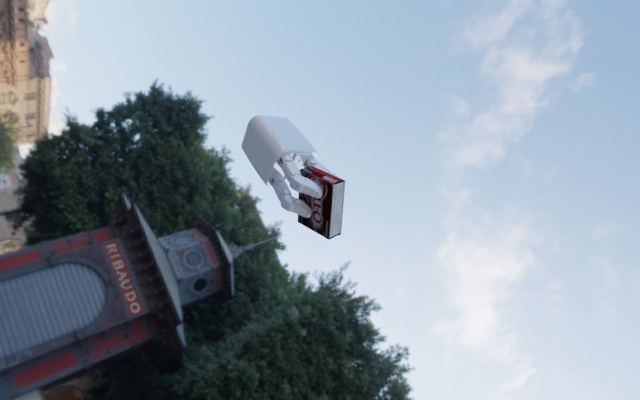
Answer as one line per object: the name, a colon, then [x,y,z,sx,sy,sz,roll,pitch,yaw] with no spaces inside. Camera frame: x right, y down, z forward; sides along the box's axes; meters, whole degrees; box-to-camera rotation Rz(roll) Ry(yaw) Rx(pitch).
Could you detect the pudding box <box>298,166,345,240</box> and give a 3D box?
pudding box: [0.000,0.003,0.879,0.039,0.113,0.090,-20,33,-37]
